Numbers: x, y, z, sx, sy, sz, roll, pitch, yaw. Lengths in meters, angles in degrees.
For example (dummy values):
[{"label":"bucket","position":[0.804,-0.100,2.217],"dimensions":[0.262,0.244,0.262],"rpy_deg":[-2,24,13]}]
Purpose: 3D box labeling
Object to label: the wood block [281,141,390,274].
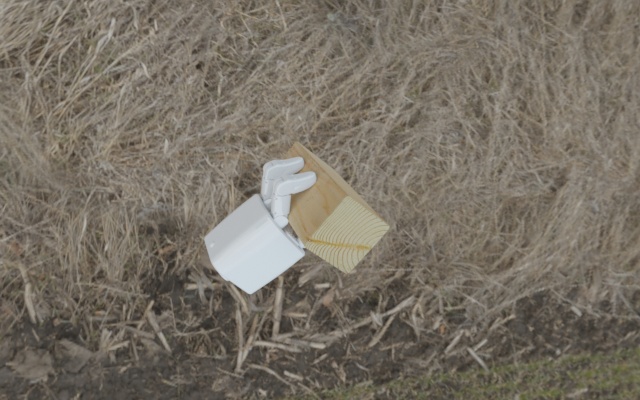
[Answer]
[{"label":"wood block","position":[0.000,0.003,0.707],"dimensions":[0.091,0.090,0.206],"rpy_deg":[36,8,-33]}]
